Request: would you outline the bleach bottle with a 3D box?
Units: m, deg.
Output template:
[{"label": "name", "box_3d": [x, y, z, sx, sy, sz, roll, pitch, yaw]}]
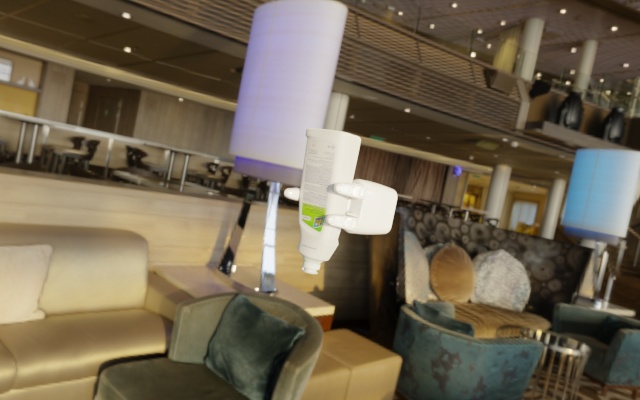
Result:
[{"label": "bleach bottle", "box_3d": [0.000, 0.003, 0.848, 0.102, 0.251, 0.068, 14, 4, 44]}]
